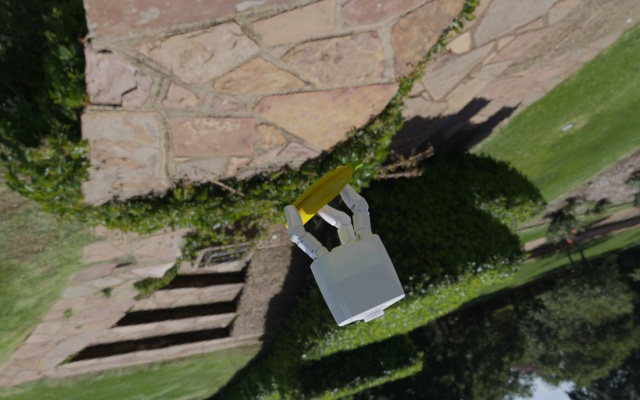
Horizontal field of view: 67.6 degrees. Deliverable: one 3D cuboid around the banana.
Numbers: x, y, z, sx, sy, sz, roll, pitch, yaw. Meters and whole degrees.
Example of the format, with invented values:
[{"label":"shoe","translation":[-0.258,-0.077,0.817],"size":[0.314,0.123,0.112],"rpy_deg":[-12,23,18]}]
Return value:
[{"label":"banana","translation":[-0.009,0.003,0.785],"size":[0.198,0.037,0.069],"rpy_deg":[-40,-18,35]}]
